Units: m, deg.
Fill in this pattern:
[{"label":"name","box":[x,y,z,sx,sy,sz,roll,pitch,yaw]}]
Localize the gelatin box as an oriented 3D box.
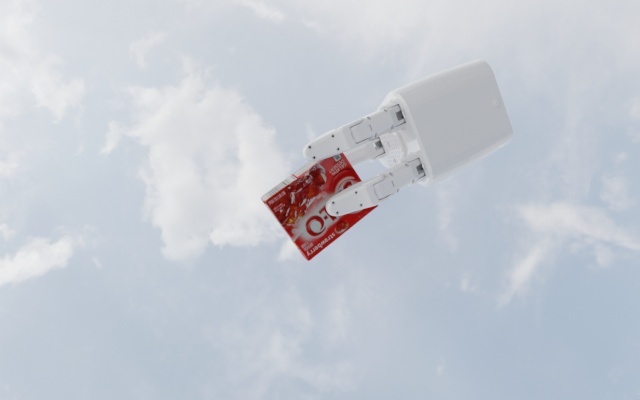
[{"label":"gelatin box","box":[0.000,0.002,0.459,0.089,0.073,0.030,-37,17,-7]}]
